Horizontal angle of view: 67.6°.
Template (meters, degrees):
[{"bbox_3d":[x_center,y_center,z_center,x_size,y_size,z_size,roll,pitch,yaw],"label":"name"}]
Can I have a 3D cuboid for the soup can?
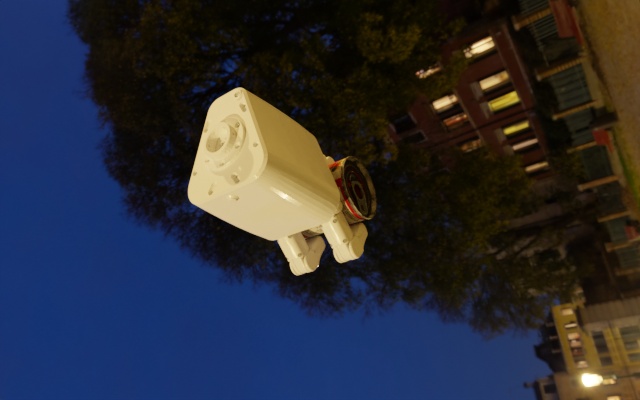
[{"bbox_3d":[0.000,0.002,0.515,0.102,0.068,0.068,-20,-10,29],"label":"soup can"}]
